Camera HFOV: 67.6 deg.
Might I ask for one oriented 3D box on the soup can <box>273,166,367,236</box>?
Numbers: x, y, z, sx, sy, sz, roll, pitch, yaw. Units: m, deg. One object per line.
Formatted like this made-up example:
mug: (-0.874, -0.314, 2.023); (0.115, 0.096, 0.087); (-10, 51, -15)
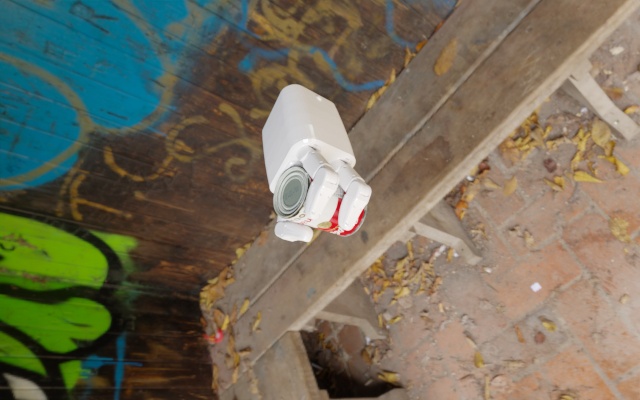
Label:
soup can: (0.000, 0.002, 0.604); (0.102, 0.068, 0.068); (19, -13, -40)
